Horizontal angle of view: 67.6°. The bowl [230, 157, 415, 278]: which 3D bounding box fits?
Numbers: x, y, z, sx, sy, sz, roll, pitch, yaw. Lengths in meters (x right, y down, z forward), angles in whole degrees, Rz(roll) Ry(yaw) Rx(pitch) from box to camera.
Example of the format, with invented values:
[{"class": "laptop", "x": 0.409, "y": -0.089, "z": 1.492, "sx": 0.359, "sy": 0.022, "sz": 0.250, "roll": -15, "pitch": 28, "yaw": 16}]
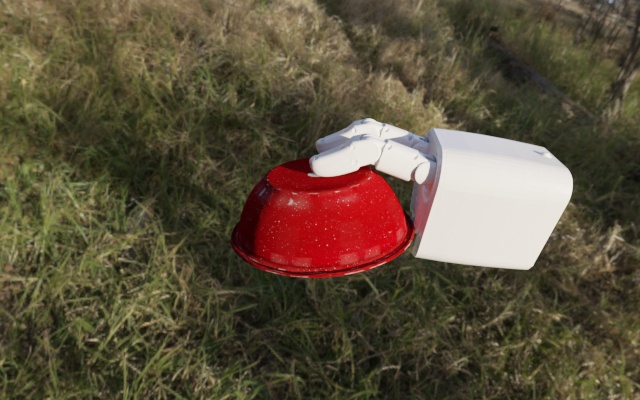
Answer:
[{"class": "bowl", "x": -0.001, "y": 0.001, "z": 0.414, "sx": 0.162, "sy": 0.055, "sz": 0.162, "roll": -3, "pitch": 23, "yaw": 1}]
